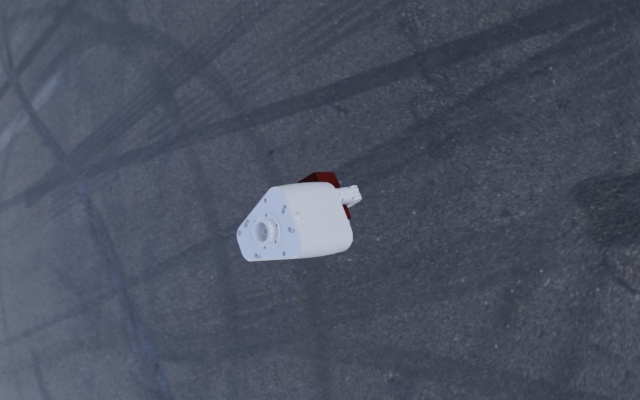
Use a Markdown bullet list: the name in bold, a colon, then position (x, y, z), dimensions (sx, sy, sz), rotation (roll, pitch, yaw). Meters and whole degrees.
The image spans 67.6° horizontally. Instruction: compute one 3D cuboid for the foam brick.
- **foam brick**: position (0.000, 0.002, 0.704), dimensions (0.053, 0.078, 0.051), rotation (-30, -15, 35)
